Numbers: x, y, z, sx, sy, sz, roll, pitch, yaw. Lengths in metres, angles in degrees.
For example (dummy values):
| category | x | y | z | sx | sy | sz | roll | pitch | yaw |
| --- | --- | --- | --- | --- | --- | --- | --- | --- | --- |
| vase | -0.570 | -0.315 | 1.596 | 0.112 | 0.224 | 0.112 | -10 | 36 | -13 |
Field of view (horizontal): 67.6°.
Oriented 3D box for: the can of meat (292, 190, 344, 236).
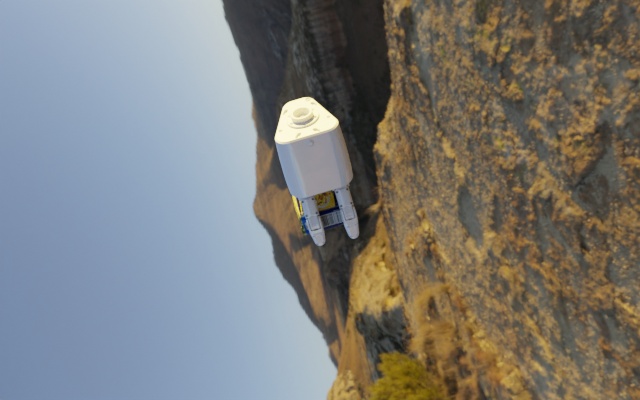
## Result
| category | x | y | z | sx | sy | sz | roll | pitch | yaw |
| --- | --- | --- | --- | --- | --- | --- | --- | --- | --- |
| can of meat | 0.000 | 0.003 | 0.790 | 0.084 | 0.102 | 0.057 | -16 | -44 | 0 |
